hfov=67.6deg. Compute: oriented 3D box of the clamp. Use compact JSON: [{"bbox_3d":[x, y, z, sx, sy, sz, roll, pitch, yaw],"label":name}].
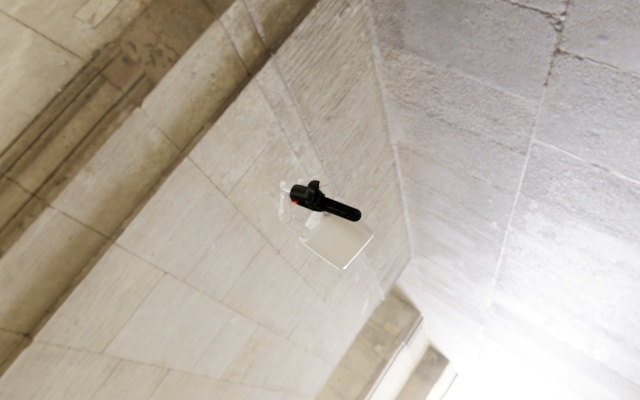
[{"bbox_3d":[0.000,0.003,0.896,0.120,0.039,0.171,39,-13,-18],"label":"clamp"}]
